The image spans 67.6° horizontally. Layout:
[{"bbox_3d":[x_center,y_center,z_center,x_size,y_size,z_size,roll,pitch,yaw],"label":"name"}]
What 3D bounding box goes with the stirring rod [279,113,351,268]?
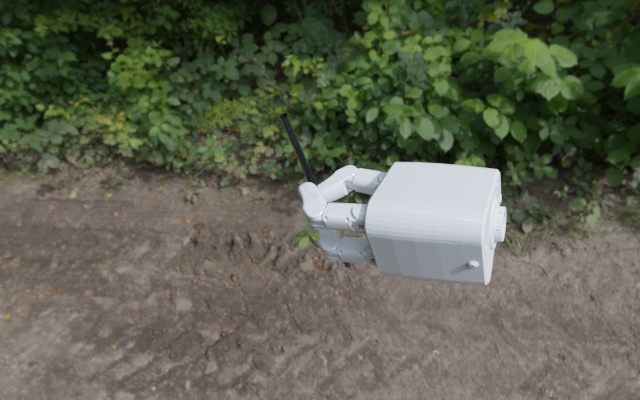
[{"bbox_3d":[0.000,0.002,0.527,0.011,0.011,0.240,0,-42,23],"label":"stirring rod"}]
